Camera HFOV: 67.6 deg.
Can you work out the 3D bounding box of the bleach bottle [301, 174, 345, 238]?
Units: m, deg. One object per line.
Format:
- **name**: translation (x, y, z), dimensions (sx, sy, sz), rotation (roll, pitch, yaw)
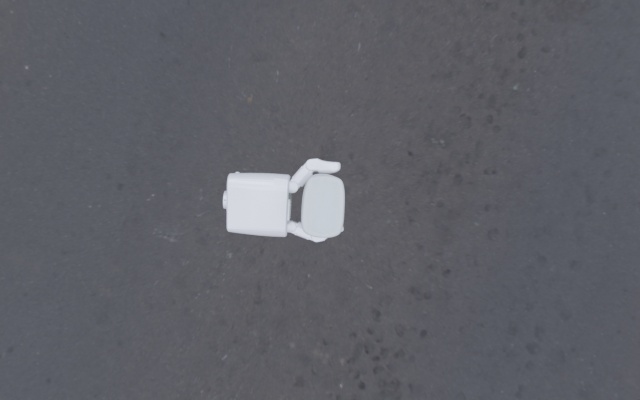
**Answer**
- **bleach bottle**: translation (0.000, 0.003, 0.867), dimensions (0.068, 0.102, 0.251), rotation (4, 2, -2)
